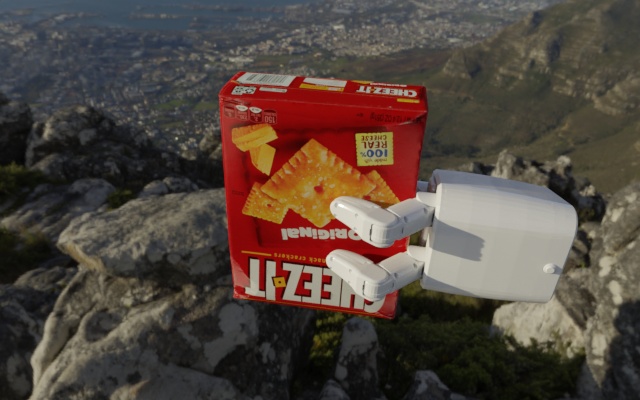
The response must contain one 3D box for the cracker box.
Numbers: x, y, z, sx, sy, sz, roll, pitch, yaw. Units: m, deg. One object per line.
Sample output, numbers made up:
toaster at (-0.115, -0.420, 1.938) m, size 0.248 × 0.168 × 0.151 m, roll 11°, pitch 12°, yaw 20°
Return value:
cracker box at (0.000, 0.001, 0.434) m, size 0.164 × 0.214 × 0.072 m, roll 6°, pitch 31°, yaw 6°
